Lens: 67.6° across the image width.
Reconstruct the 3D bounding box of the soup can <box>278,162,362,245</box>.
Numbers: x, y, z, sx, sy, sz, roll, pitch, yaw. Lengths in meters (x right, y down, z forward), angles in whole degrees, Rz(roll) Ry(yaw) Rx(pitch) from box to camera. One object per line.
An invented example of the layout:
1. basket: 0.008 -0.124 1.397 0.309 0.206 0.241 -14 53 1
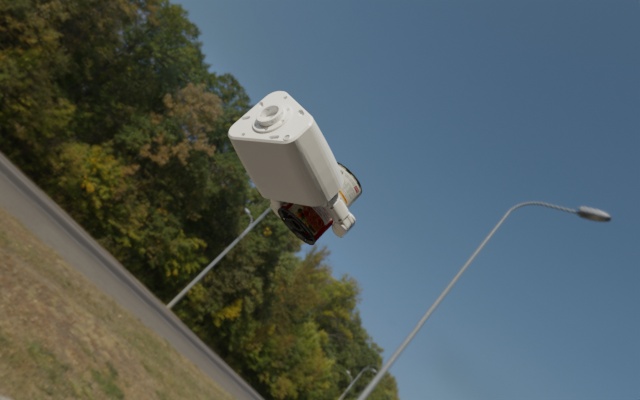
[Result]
1. soup can: 0.001 0.002 0.658 0.102 0.068 0.068 -45 18 -18
